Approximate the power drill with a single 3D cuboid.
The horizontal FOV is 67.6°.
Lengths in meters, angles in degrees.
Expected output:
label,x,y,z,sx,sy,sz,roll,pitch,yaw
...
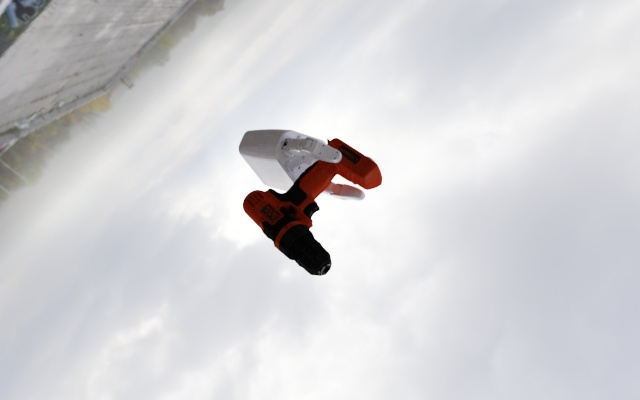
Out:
label,x,y,z,sx,sy,sz,roll,pitch,yaw
power drill,0.000,0.002,0.700,0.184,0.187,0.057,40,-19,34
